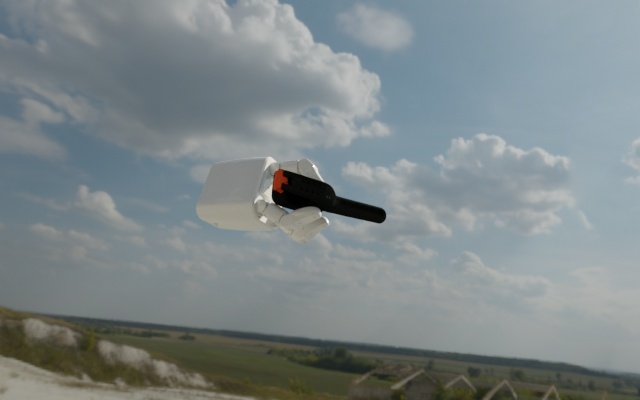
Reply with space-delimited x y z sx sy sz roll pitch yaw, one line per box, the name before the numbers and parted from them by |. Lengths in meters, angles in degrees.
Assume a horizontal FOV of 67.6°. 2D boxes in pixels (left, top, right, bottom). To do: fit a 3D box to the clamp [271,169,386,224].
clamp | 0.000 0.001 0.715 0.164 0.036 0.210 -3 -19 21
